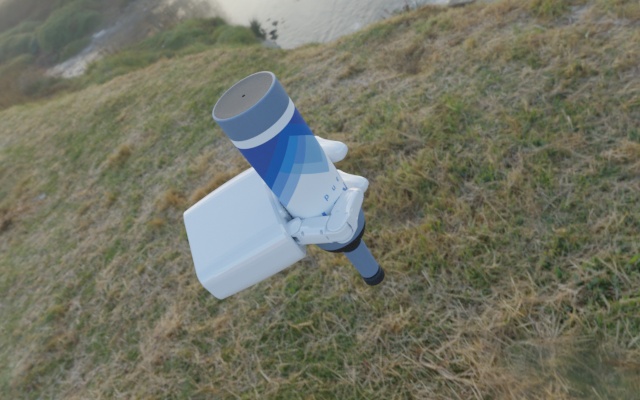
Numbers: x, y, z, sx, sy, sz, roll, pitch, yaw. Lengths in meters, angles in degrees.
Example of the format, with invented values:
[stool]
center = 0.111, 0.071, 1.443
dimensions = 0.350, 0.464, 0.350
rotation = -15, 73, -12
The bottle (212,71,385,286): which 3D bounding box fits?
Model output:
[bottle]
center = 0.000, 0.001, 0.510
dimensions = 0.069, 0.069, 0.296
rotation = 0, -40, 37
